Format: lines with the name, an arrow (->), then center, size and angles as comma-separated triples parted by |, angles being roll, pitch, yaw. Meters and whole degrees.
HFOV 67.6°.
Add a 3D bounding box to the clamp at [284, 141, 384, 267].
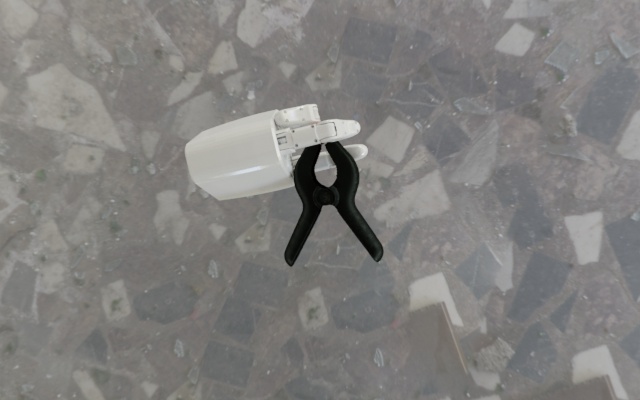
clamp -> 0.000, 0.002, 0.574 | 0.120, 0.171, 0.039 | -13, 2, 5
